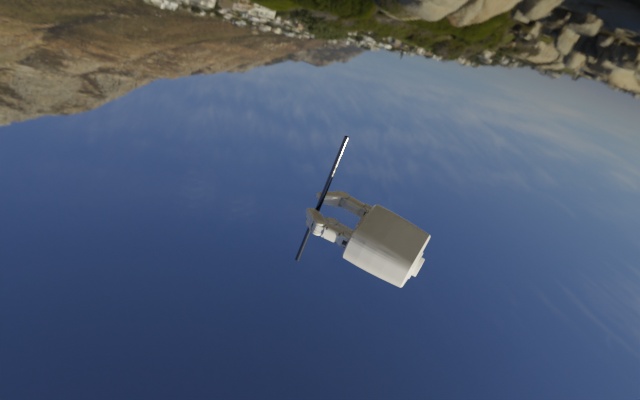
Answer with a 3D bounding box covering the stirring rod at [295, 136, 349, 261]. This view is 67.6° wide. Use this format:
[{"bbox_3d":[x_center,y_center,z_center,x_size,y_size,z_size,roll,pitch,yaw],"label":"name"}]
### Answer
[{"bbox_3d":[0.000,0.003,0.793,0.011,0.240,0.011,18,24,-9],"label":"stirring rod"}]
